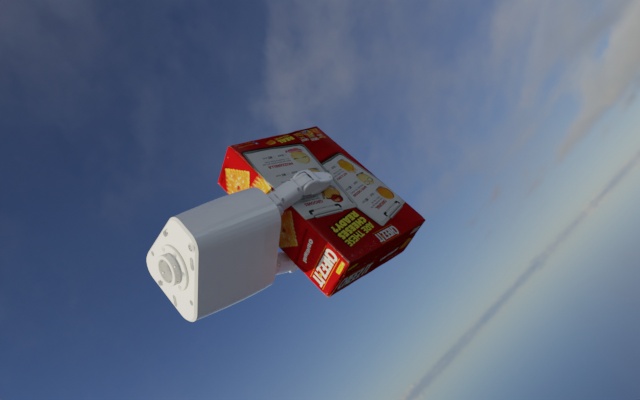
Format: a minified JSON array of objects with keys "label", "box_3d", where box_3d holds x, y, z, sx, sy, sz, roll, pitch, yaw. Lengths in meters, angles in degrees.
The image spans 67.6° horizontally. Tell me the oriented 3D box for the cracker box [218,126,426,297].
[{"label":"cracker box","box_3d":[0.000,0.002,0.612,0.213,0.072,0.164,44,40,23]}]
